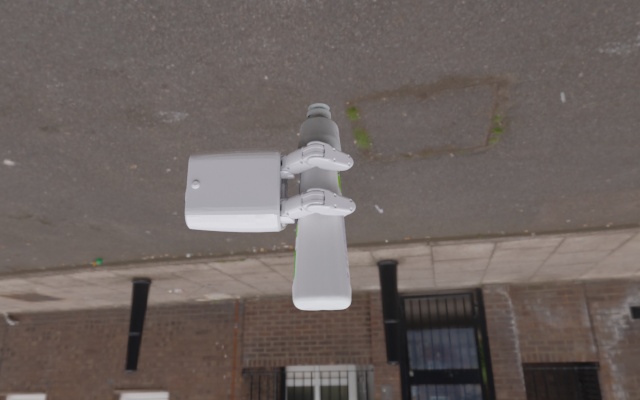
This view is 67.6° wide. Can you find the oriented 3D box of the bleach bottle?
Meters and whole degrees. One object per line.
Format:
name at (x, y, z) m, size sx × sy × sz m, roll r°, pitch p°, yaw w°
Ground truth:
bleach bottle at (0.000, 0.002, 0.587) m, size 0.068 × 0.250 × 0.103 m, roll -1°, pitch -19°, yaw 1°
